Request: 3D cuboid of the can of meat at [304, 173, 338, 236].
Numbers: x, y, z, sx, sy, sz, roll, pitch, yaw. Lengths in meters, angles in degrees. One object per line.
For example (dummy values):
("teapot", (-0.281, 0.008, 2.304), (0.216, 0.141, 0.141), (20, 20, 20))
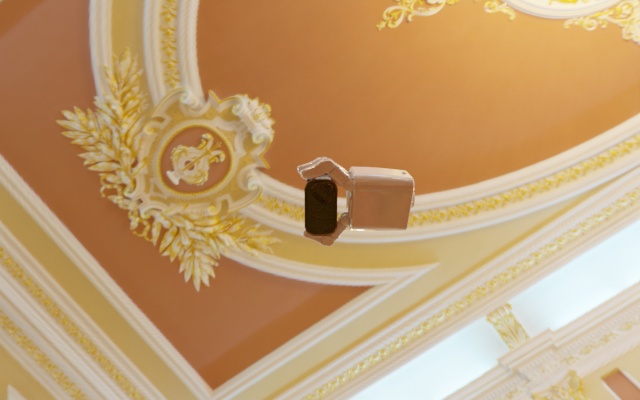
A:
("can of meat", (0.000, 0.003, 0.863), (0.057, 0.102, 0.084), (0, 14, -1))
